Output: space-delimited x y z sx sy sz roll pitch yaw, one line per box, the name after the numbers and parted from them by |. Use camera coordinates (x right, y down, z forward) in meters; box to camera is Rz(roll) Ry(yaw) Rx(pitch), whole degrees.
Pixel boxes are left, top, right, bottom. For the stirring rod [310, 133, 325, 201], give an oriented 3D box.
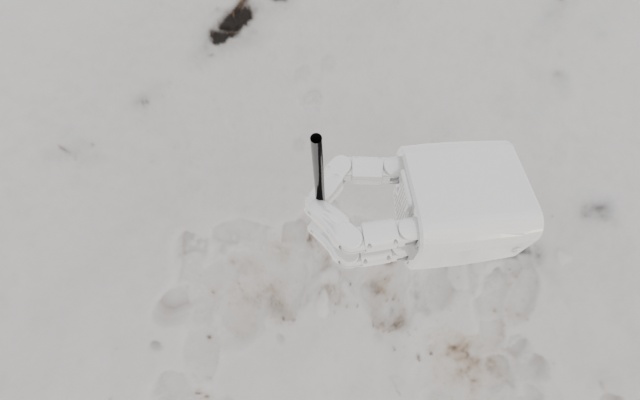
0.000 0.001 0.428 0.011 0.011 0.240 0 -21 2 | stirring rod
